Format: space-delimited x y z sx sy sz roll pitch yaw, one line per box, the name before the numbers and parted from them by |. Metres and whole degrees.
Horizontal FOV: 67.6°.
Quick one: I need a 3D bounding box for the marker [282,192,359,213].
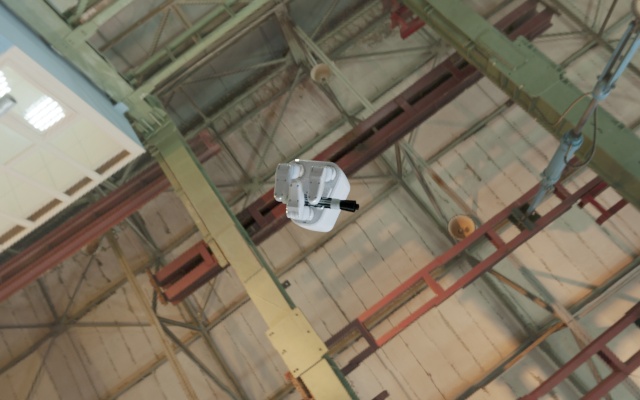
marker | 0.000 0.002 0.735 0.121 0.020 0.020 7 2 16
